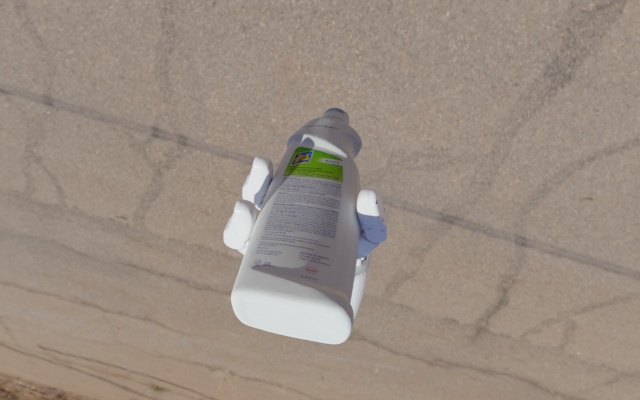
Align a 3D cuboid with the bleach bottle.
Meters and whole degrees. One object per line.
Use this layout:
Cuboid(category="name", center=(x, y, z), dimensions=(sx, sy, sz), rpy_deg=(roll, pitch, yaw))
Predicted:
Cuboid(category="bleach bottle", center=(0.000, 0.001, 0.456), dimensions=(0.102, 0.250, 0.068), rpy_deg=(10, -40, 7))
